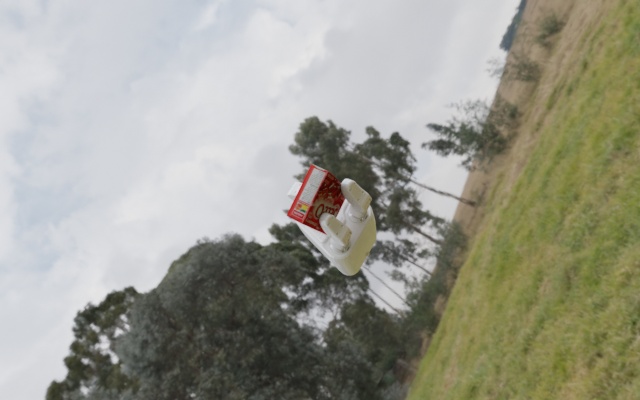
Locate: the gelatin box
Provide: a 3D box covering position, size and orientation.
[{"bbox_3d":[0.000,0.002,0.629,0.030,0.073,0.089,25,-4,26],"label":"gelatin box"}]
